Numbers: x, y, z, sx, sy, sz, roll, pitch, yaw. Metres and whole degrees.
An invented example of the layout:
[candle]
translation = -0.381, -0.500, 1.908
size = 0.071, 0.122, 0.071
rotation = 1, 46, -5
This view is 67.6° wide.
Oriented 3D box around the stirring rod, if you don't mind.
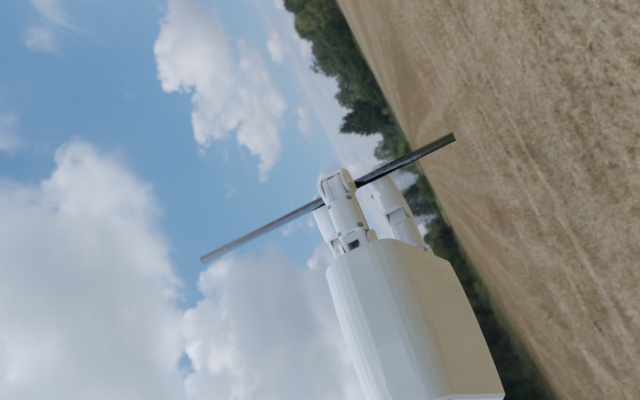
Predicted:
[stirring rod]
translation = 0.000, 0.001, 0.402
size = 0.239, 0.011, 0.011
rotation = -26, -6, 12
